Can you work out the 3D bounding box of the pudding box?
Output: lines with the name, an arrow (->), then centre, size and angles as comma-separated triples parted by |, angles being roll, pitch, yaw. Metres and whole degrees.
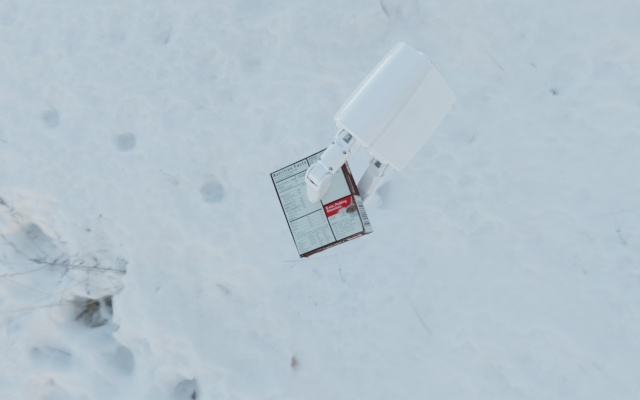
pudding box -> 0.000, 0.002, 0.574 | 0.090, 0.113, 0.039 | -22, -10, 17
